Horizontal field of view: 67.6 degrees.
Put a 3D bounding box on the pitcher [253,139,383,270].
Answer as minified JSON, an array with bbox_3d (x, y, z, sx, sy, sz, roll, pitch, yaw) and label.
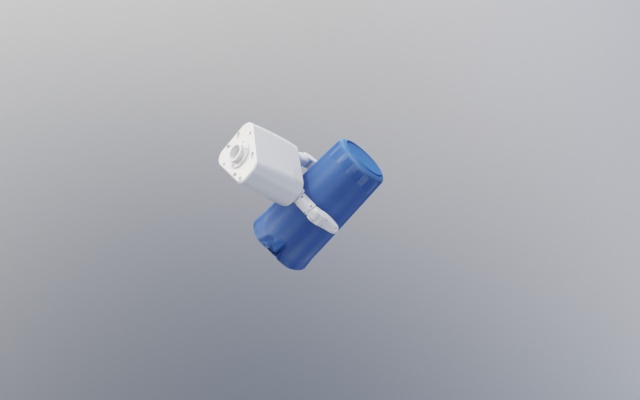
[{"bbox_3d":[0.000,0.003,0.895,0.145,0.243,0.149,27,25,-40],"label":"pitcher"}]
